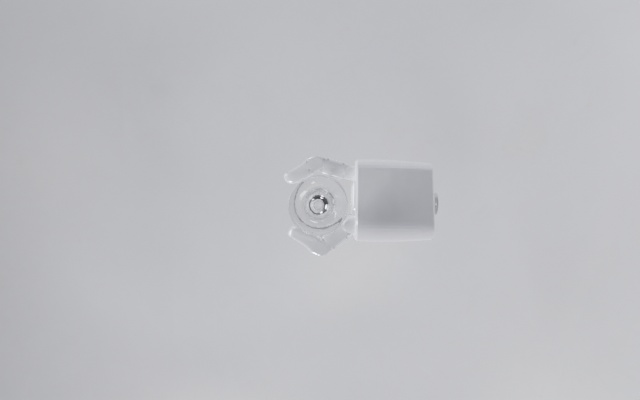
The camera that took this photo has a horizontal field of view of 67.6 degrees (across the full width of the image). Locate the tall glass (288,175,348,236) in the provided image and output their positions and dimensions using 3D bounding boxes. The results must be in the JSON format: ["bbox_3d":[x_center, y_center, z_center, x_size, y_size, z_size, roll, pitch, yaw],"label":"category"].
[{"bbox_3d":[0.000,0.002,0.686,0.079,0.079,0.201,0,3,1],"label":"tall glass"}]
